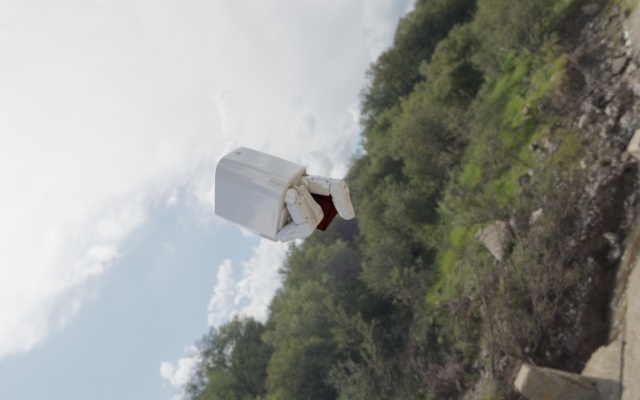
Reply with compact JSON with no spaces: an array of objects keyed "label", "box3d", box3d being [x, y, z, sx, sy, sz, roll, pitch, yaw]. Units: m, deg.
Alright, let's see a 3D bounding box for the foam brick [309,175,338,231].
[{"label":"foam brick","box3d":[0.000,0.002,0.734,0.051,0.053,0.078,20,25,10]}]
